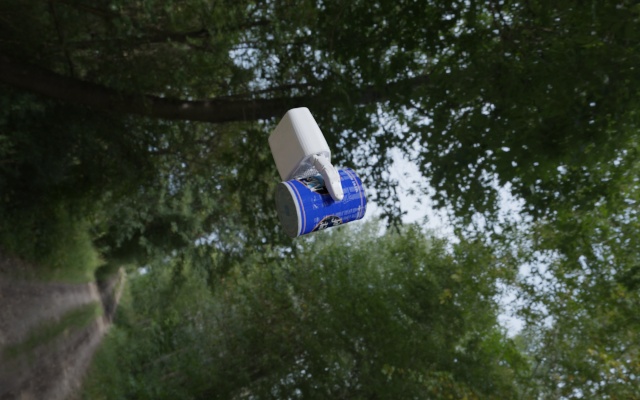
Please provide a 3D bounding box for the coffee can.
[{"bbox_3d":[0.000,0.003,0.882,0.140,0.103,0.103,-14,5,-24],"label":"coffee can"}]
